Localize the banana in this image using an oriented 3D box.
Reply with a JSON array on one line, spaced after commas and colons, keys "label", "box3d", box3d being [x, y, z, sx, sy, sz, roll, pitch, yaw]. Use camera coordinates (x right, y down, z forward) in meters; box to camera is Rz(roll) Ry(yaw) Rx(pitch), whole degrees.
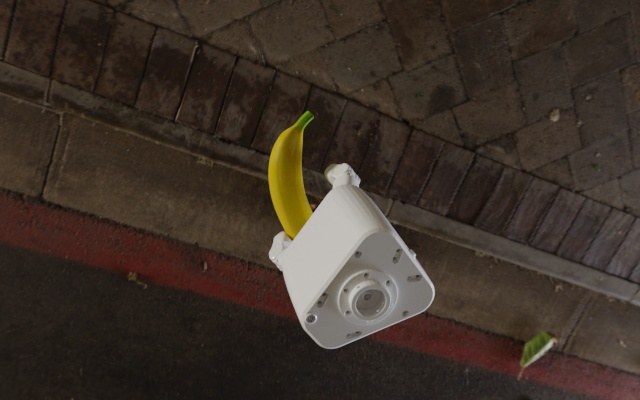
[{"label": "banana", "box3d": [-0.018, 0.004, 0.544, 0.069, 0.198, 0.037, -16, 20, -11]}]
